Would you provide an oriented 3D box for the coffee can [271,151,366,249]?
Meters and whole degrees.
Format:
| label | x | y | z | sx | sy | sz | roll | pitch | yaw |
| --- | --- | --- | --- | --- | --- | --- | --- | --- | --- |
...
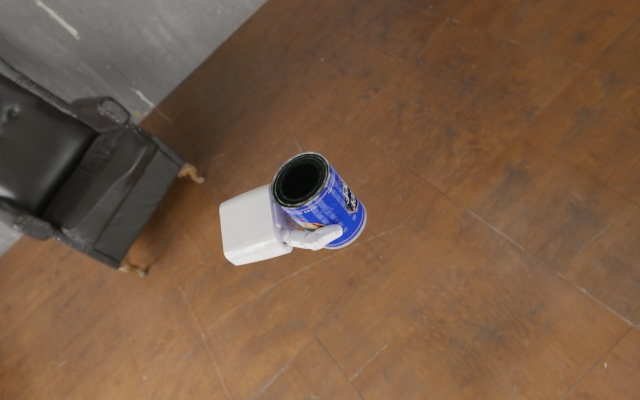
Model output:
| label | x | y | z | sx | sy | sz | roll | pitch | yaw |
| --- | --- | --- | --- | --- | --- | --- | --- | --- | --- |
| coffee can | 0.000 | 0.003 | 0.770 | 0.103 | 0.102 | 0.140 | 0 | -30 | 32 |
